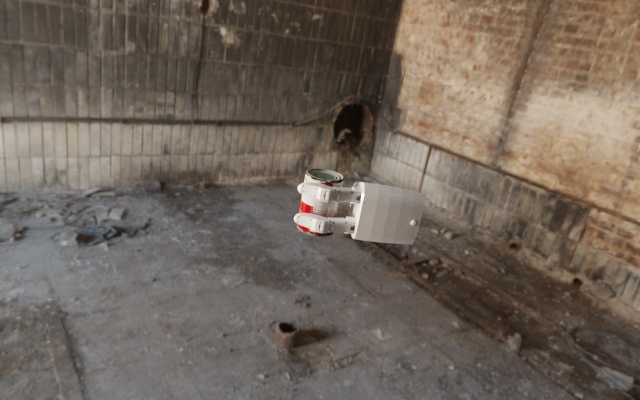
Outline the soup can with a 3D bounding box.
[{"bbox_3d":[0.000,0.002,0.827,0.068,0.102,0.068,9,20,-3],"label":"soup can"}]
